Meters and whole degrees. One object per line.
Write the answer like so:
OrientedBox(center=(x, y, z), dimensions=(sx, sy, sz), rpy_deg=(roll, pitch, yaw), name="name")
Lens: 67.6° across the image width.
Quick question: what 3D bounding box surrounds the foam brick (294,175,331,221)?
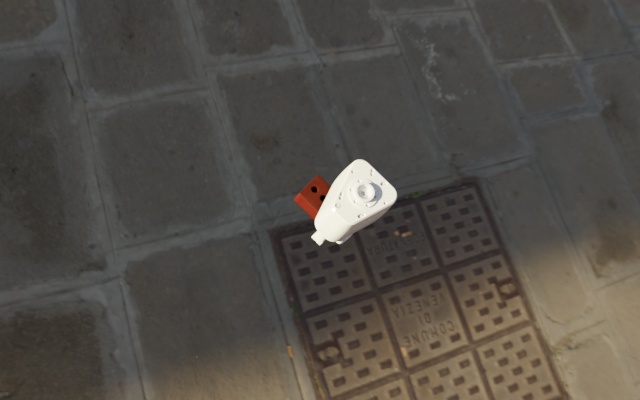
OrientedBox(center=(0.000, 0.003, 0.861), dimensions=(0.053, 0.078, 0.051), rpy_deg=(-45, -3, -22), name="foam brick")
